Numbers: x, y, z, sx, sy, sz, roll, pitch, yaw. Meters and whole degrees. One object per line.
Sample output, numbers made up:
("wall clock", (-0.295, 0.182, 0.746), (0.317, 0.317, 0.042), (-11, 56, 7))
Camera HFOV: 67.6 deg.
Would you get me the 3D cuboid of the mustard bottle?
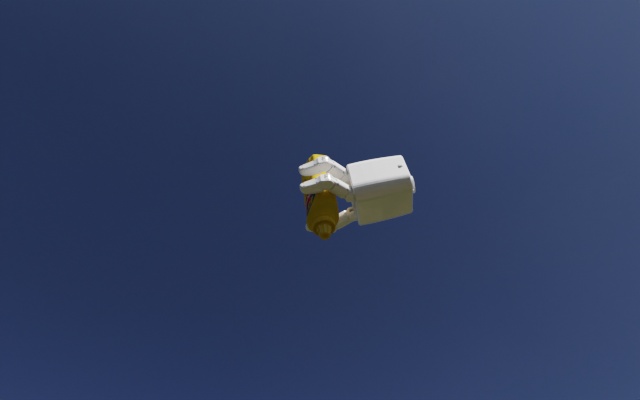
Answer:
("mustard bottle", (0.000, 0.003, 0.886), (0.058, 0.096, 0.191), (7, 36, -12))
